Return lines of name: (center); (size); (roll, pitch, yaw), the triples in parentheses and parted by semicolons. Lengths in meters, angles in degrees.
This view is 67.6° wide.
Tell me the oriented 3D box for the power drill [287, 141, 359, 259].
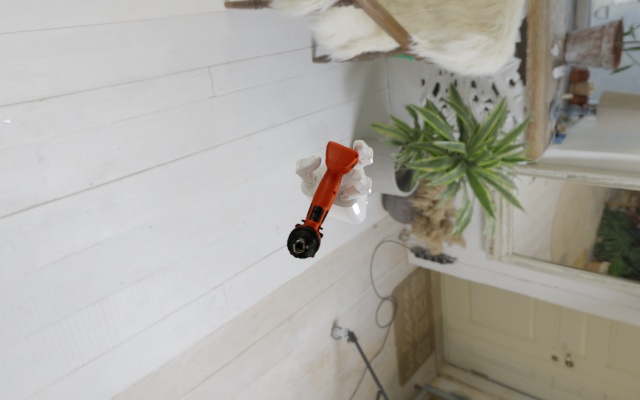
power drill: (0.000, 0.002, 0.760); (0.057, 0.187, 0.184); (25, 1, 0)
